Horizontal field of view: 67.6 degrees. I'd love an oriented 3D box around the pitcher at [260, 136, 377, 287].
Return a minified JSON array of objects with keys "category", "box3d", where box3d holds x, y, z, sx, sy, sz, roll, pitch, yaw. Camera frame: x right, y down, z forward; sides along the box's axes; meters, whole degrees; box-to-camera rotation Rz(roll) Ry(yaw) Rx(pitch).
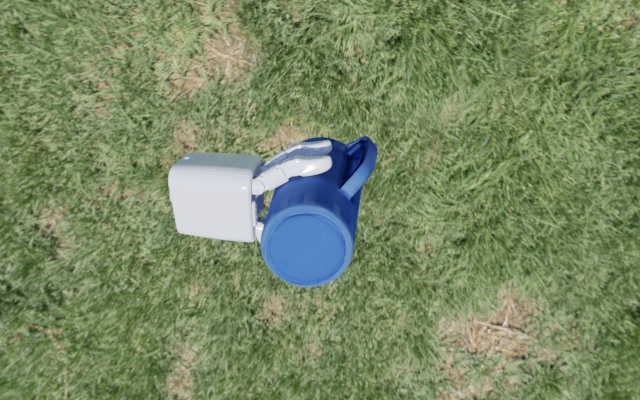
[{"category":"pitcher","box3d":[0.000,0.002,0.645,0.145,0.149,0.242,5,23,2]}]
